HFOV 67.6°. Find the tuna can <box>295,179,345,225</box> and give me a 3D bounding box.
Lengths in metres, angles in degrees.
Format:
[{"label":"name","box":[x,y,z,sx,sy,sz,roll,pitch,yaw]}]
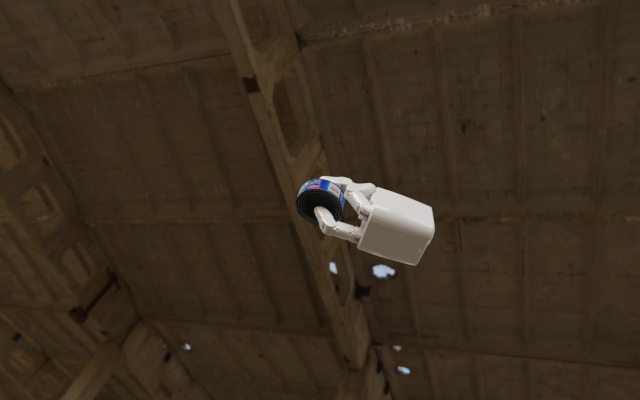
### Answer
[{"label":"tuna can","box":[0.000,0.002,0.859,0.086,0.086,0.033,0,39,15]}]
